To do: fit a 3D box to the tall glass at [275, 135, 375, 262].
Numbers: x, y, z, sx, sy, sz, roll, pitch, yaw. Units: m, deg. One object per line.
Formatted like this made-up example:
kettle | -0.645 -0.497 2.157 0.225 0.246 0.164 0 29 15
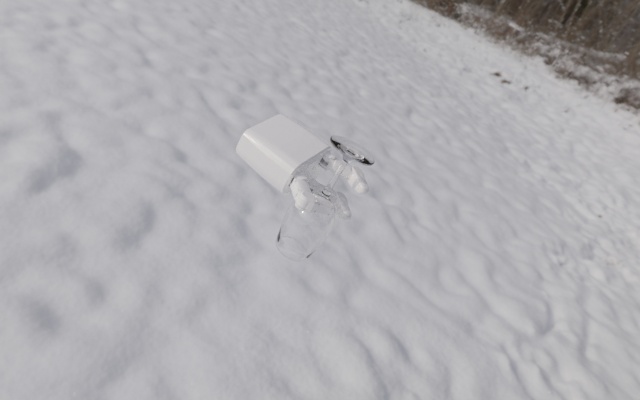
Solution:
tall glass | 0.001 0.002 0.739 0.079 0.201 0.079 25 26 -13
